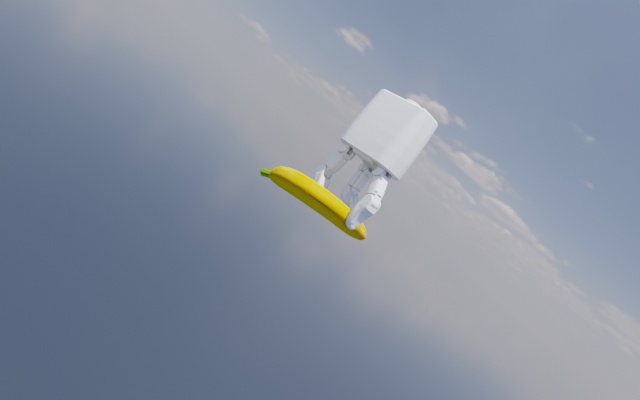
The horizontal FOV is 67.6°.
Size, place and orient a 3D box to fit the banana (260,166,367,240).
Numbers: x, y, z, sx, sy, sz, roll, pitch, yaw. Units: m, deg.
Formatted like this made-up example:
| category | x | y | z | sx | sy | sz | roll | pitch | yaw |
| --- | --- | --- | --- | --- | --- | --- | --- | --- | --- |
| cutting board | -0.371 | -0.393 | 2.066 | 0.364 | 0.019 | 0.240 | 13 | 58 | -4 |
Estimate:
| category | x | y | z | sx | sy | sz | roll | pitch | yaw |
| --- | --- | --- | --- | --- | --- | --- | --- | --- | --- |
| banana | 0.001 | 0.002 | 0.722 | 0.198 | 0.037 | 0.069 | 35 | -4 | -11 |
